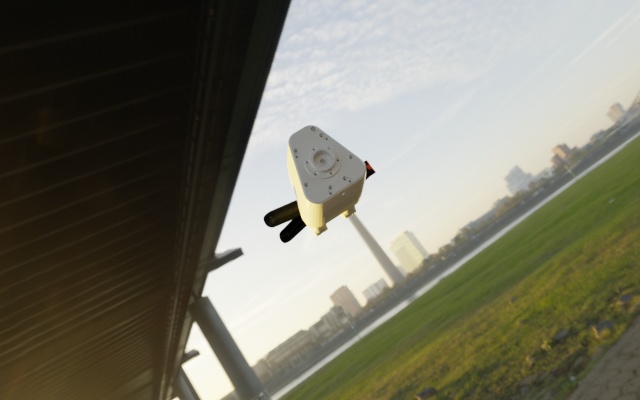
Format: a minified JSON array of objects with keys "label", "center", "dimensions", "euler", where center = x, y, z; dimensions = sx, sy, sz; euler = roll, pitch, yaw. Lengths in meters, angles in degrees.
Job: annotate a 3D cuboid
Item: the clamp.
[{"label":"clamp","center":[0.000,0.002,0.820],"dimensions":[0.210,0.036,0.165],"euler":[-33,-14,-11]}]
